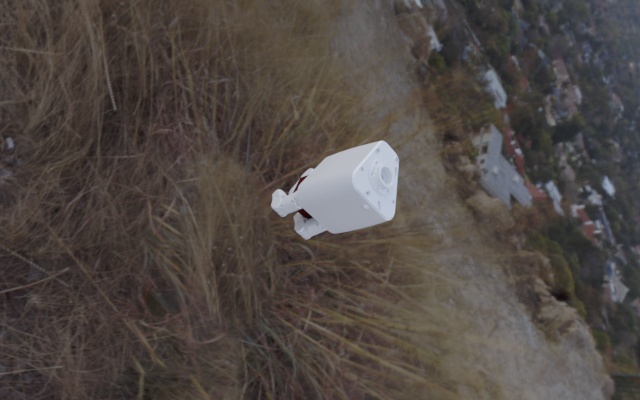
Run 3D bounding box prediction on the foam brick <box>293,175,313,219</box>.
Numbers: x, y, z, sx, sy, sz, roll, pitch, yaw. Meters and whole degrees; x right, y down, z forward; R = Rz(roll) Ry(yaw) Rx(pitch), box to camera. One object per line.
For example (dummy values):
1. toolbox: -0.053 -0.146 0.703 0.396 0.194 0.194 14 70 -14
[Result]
1. foam brick: 0.000 0.003 0.740 0.051 0.053 0.078 -13 -46 46
